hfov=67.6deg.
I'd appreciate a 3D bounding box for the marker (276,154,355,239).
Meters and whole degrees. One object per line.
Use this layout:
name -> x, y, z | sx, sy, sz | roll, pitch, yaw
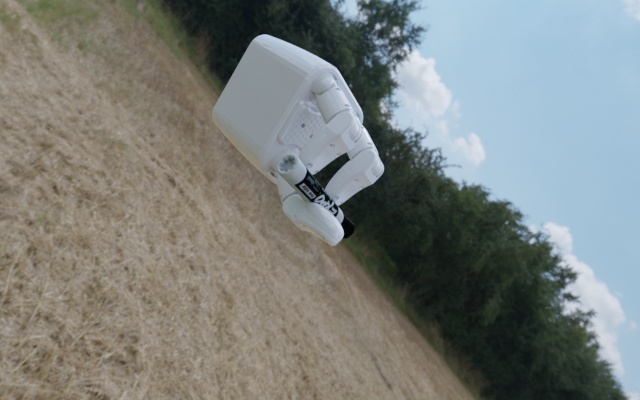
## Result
marker -> 0.000, 0.001, 0.401 | 0.020, 0.020, 0.121 | 0, -28, 28
